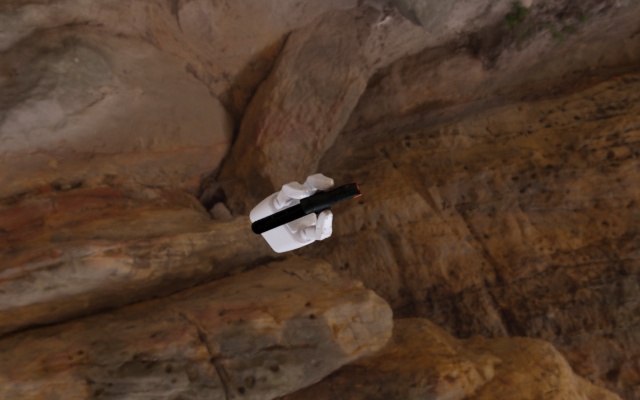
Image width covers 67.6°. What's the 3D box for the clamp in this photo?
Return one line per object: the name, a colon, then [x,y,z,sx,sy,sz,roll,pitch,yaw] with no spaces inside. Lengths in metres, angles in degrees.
clamp: [0.001,0.003,0.826,0.210,0.036,0.164,-21,-2,-34]
